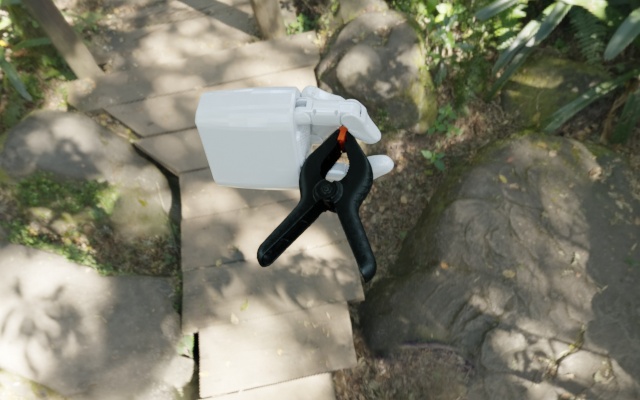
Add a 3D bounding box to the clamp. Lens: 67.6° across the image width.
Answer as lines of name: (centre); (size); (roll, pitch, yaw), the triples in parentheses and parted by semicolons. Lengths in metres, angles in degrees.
clamp: (0.000, 0.001, 0.491); (0.120, 0.171, 0.039); (1, -31, 9)
